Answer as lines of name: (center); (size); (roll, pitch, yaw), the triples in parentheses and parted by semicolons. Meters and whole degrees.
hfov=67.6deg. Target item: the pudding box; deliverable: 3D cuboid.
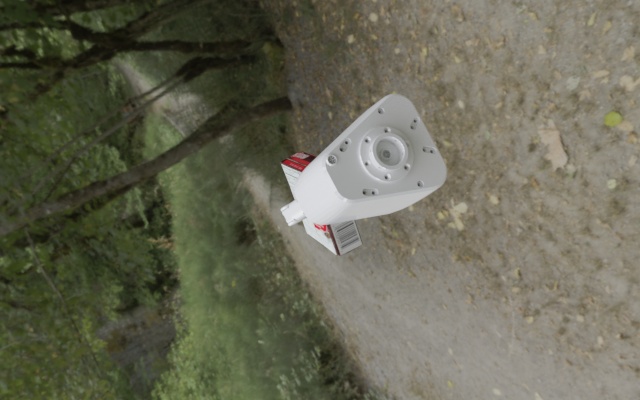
pudding box: (0.000, 0.002, 0.579); (0.039, 0.113, 0.090); (-26, 25, -18)
